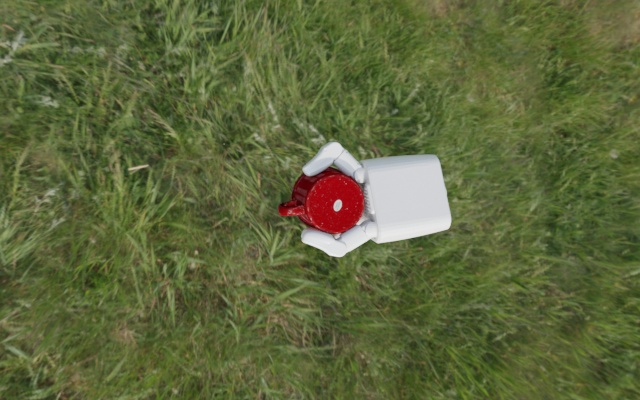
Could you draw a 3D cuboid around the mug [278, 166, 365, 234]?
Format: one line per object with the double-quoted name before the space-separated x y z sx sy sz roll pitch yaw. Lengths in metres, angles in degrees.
"mug" -0.001 0.002 0.654 0.117 0.093 0.081 -9 8 -11
